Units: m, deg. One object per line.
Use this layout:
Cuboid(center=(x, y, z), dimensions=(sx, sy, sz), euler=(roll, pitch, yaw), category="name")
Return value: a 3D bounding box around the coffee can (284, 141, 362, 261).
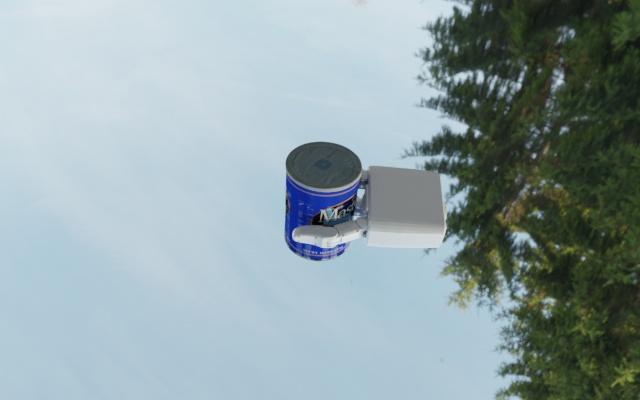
Cuboid(center=(0.000, 0.002, 0.682), dimensions=(0.103, 0.140, 0.102), euler=(3, 42, -3), category="coffee can")
